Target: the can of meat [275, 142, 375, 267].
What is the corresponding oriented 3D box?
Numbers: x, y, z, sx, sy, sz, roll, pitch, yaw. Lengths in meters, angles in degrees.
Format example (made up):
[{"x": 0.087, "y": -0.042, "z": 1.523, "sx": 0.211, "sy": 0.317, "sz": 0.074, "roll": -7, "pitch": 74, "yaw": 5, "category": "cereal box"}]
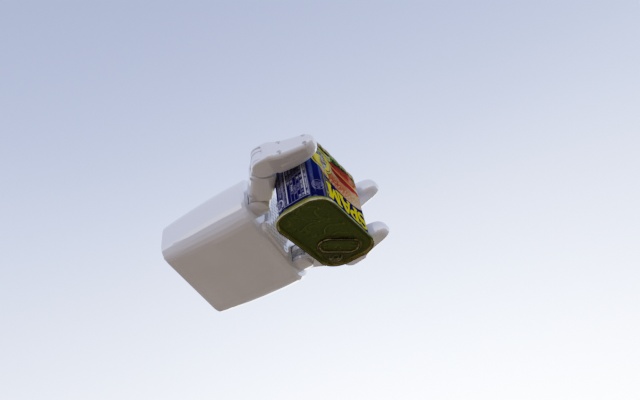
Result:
[{"x": 0.000, "y": 0.001, "z": 0.451, "sx": 0.057, "sy": 0.083, "sz": 0.102, "roll": -30, "pitch": -44, "yaw": 19, "category": "can of meat"}]
